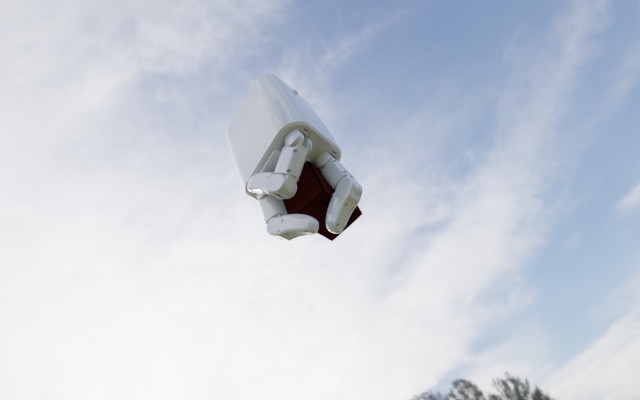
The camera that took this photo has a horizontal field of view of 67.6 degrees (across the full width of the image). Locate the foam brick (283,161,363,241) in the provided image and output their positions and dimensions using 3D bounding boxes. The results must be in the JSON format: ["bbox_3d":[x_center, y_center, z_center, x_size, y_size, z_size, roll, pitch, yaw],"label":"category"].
[{"bbox_3d":[0.000,0.002,0.545,0.053,0.051,0.078,-41,-41,15],"label":"foam brick"}]
